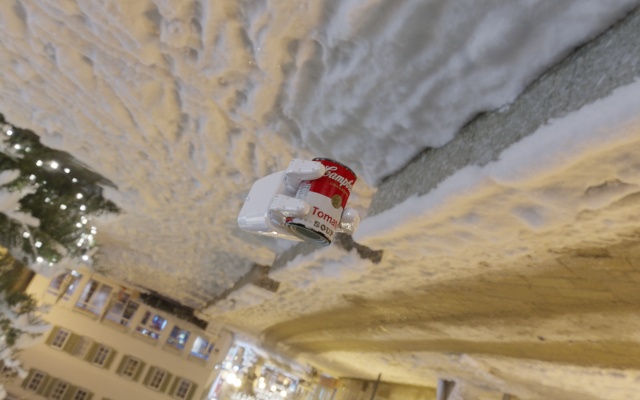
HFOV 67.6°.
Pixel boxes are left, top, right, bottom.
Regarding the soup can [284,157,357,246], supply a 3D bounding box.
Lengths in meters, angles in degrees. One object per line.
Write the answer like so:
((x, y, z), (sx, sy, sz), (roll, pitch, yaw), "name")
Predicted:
((0.000, 0.002, 0.643), (0.068, 0.102, 0.068), (20, -19, 7), "soup can")
